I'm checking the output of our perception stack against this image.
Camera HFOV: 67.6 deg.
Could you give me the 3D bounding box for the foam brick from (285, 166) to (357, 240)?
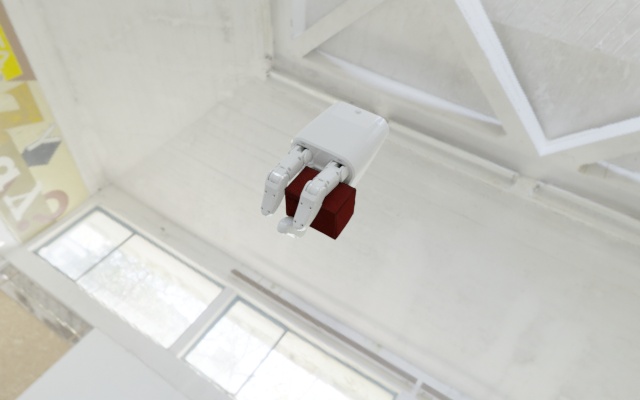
[{"bbox_3d":[0.000,0.002,0.606,0.078,0.053,0.051,26,53,20],"label":"foam brick"}]
